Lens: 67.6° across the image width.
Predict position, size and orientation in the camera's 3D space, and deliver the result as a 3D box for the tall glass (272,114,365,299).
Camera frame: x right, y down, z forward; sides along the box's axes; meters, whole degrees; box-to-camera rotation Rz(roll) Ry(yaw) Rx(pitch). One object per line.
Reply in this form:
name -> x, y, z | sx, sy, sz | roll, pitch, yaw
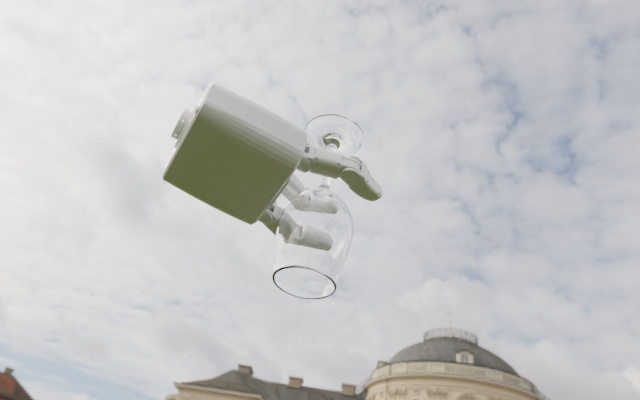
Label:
tall glass -> 0.000, 0.001, 0.511 | 0.079, 0.201, 0.079 | 7, -38, 5
